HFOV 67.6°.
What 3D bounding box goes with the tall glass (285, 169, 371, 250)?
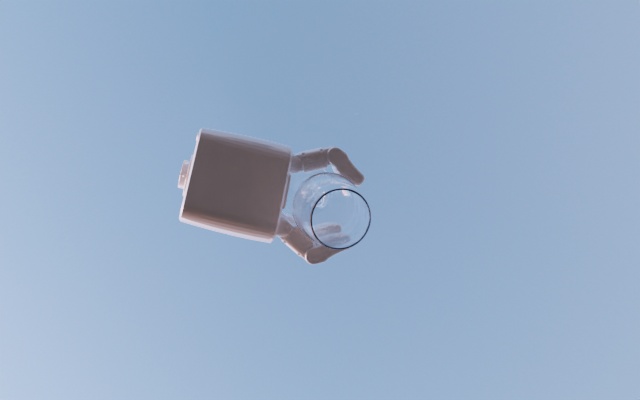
[{"bbox_3d":[0.000,0.002,0.561,0.079,0.079,0.201,0,10,-12],"label":"tall glass"}]
